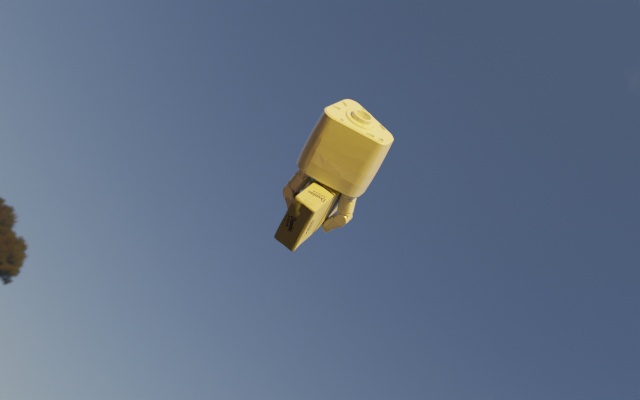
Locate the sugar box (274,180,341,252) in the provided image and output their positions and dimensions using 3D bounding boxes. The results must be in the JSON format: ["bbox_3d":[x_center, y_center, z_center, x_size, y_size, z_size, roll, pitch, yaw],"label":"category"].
[{"bbox_3d":[0.000,0.002,0.780,0.048,0.093,0.176,38,36,12],"label":"sugar box"}]
